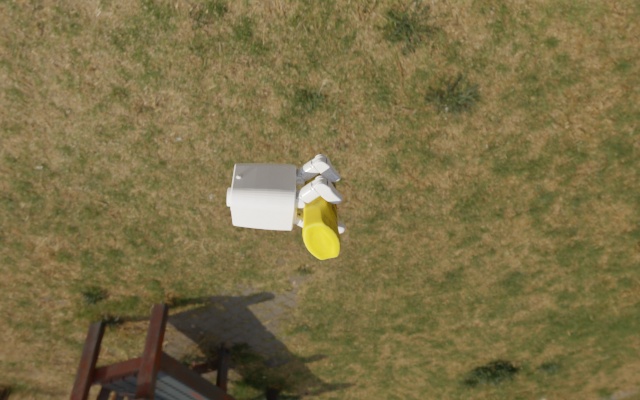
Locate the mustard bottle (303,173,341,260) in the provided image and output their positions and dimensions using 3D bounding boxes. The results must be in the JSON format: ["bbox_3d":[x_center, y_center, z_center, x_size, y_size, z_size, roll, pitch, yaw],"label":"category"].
[{"bbox_3d":[0.000,0.003,0.843,0.058,0.191,0.096,-14,-46,12],"label":"mustard bottle"}]
